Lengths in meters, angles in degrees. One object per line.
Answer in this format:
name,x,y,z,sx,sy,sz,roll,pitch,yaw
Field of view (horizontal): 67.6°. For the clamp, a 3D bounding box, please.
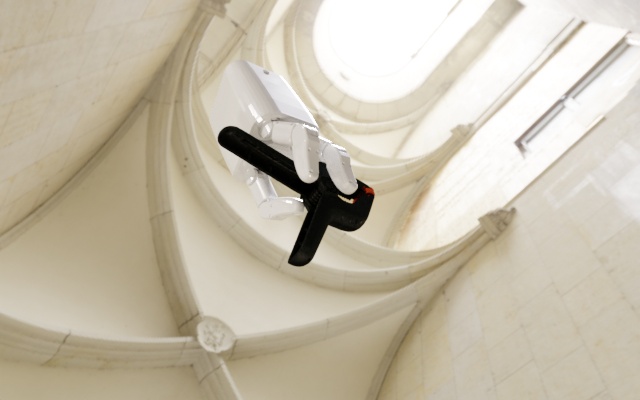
clamp,0.000,0.002,0.515,0.210,0.164,0.036,10,-47,-49
